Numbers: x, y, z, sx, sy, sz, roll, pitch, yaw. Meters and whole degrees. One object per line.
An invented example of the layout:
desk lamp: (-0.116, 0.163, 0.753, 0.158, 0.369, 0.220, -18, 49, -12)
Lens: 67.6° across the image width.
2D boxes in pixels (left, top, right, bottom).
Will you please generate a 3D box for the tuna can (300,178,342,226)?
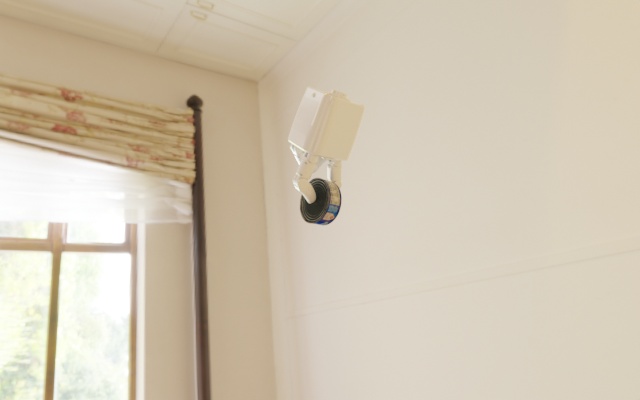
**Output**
tuna can: (0.001, 0.003, 0.886, 0.034, 0.086, 0.086, 13, -8, -37)
